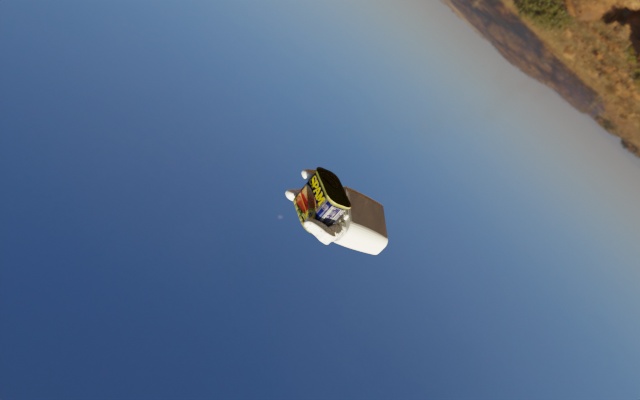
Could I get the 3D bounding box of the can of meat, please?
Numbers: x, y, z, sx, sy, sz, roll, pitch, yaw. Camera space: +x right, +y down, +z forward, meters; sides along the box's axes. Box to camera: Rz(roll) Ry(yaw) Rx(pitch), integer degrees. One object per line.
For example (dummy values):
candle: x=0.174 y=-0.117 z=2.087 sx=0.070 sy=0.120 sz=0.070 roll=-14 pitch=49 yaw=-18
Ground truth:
can of meat: x=0.000 y=0.003 z=0.891 sx=0.057 sy=0.102 sz=0.084 roll=19 pitch=-56 yaw=-37
